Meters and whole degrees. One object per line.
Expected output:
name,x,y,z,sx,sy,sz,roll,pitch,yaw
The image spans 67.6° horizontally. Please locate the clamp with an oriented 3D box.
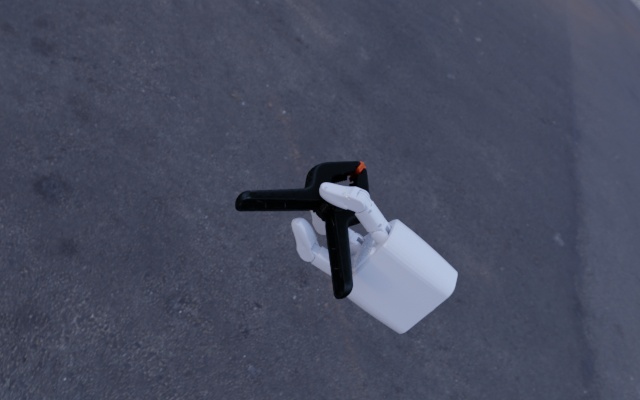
clamp,0.001,0.001,0.594,0.036,0.164,0.210,-47,7,42
